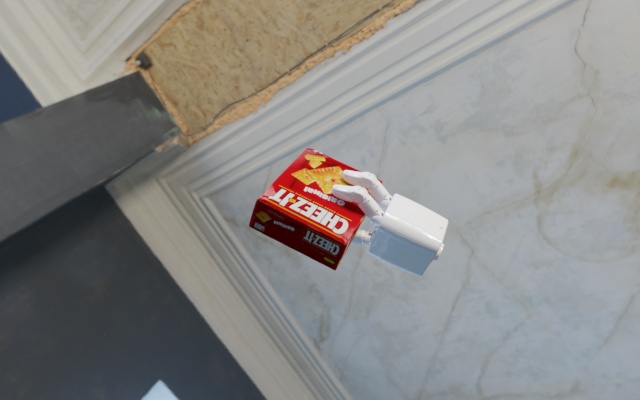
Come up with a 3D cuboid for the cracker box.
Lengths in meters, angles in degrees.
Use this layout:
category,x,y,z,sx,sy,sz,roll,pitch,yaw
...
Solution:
category,x,y,z,sx,sy,sz,roll,pitch,yaw
cracker box,0.000,0.003,0.843,0.164,0.072,0.213,26,36,8
